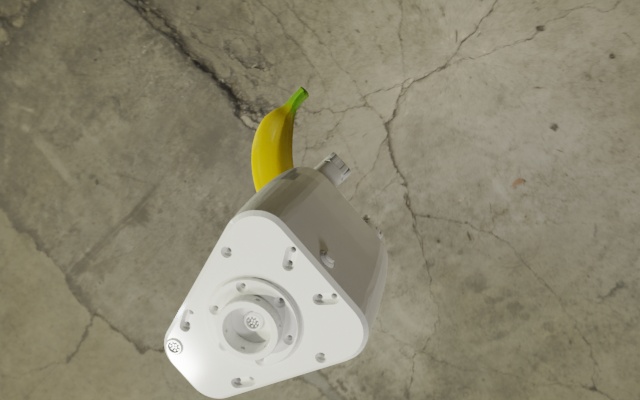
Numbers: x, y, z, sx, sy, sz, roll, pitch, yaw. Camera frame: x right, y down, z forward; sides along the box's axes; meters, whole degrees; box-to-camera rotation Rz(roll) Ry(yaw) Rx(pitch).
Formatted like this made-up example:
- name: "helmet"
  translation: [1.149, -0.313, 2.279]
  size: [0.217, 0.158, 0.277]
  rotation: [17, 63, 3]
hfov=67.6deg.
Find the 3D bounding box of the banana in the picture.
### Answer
- name: "banana"
  translation: [-0.019, 0.003, 0.431]
  size: [0.069, 0.198, 0.037]
  rotation: [-15, 8, 10]
